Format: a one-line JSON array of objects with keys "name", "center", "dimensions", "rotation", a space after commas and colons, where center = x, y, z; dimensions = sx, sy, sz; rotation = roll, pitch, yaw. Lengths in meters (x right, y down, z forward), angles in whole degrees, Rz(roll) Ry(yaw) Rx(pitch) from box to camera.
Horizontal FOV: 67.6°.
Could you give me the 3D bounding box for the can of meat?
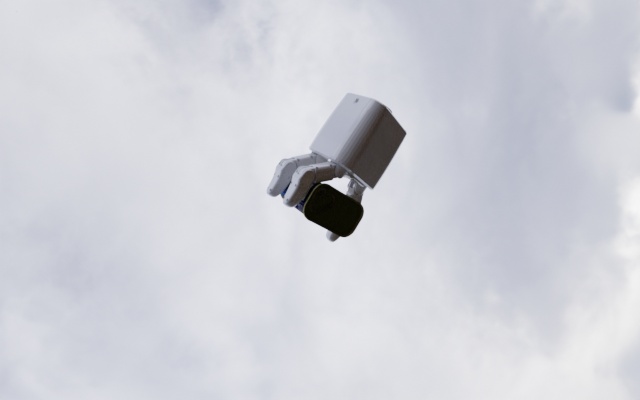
[{"name": "can of meat", "center": [0.000, 0.002, 0.708], "dimensions": [0.102, 0.057, 0.084], "rotation": [29, 2, -37]}]
